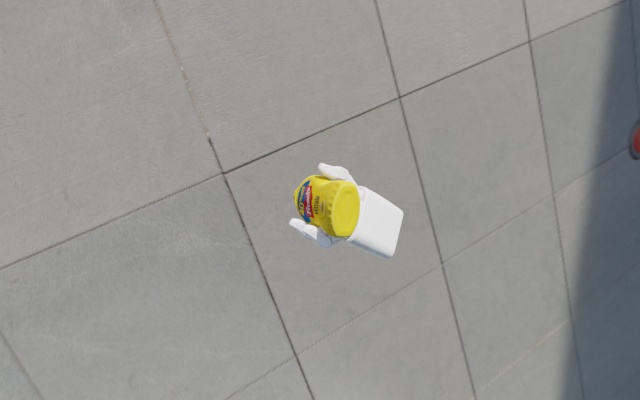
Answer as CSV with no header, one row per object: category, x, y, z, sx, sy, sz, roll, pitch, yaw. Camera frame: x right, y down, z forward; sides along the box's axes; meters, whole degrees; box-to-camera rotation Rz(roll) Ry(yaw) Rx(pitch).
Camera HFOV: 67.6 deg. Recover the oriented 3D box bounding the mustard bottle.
mustard bottle,0.000,0.003,0.883,0.058,0.096,0.191,-1,9,-28
